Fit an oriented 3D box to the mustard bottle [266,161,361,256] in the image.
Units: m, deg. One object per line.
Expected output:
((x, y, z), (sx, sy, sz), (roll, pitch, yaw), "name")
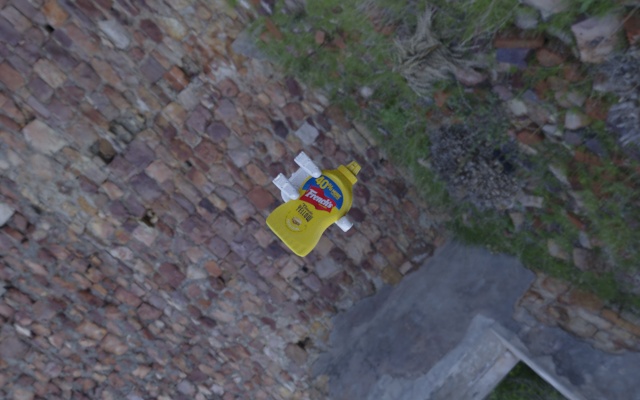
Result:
((0.000, 0.003, 0.859), (0.096, 0.191, 0.058), (44, -1, 16), "mustard bottle")
